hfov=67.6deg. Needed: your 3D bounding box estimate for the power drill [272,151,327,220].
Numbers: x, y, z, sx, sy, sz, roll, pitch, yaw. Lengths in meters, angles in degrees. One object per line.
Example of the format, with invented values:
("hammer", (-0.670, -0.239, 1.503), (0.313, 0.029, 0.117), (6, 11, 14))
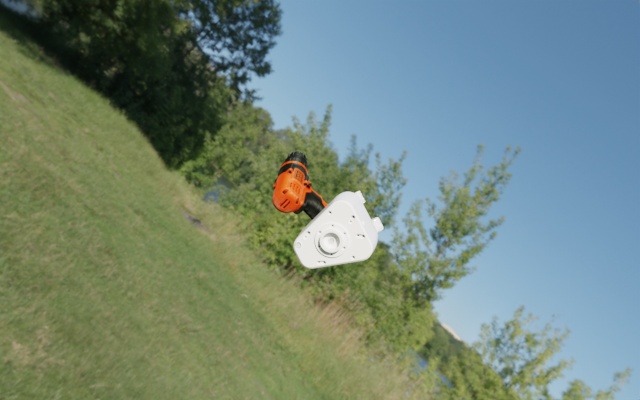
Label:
("power drill", (0.000, 0.003, 0.855), (0.188, 0.057, 0.184), (37, 27, -15))
